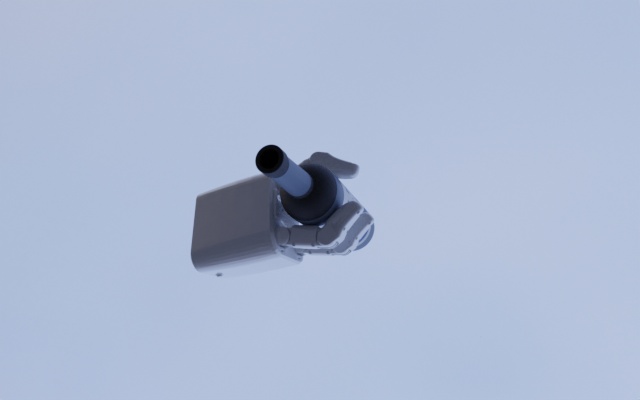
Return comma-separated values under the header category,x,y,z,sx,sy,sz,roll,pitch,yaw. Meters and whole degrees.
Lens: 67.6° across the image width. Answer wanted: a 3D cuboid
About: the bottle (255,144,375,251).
category,x,y,z,sx,sy,sz,roll,pitch,yaw
bottle,0.000,0.002,0.552,0.069,0.069,0.296,0,-15,19
